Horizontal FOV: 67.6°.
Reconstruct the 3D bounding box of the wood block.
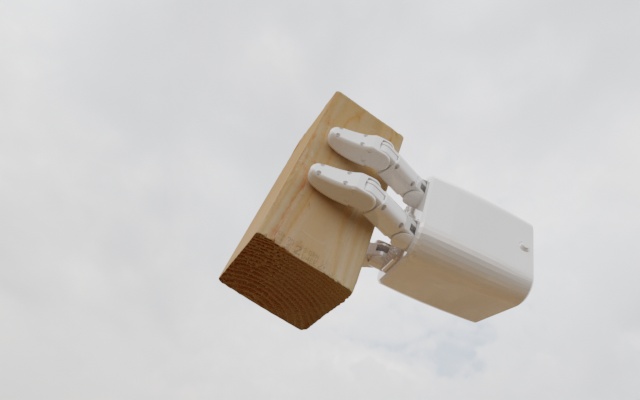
[{"bbox_3d":[0.000,0.002,0.452,0.090,0.206,0.091,33,-45,-8],"label":"wood block"}]
